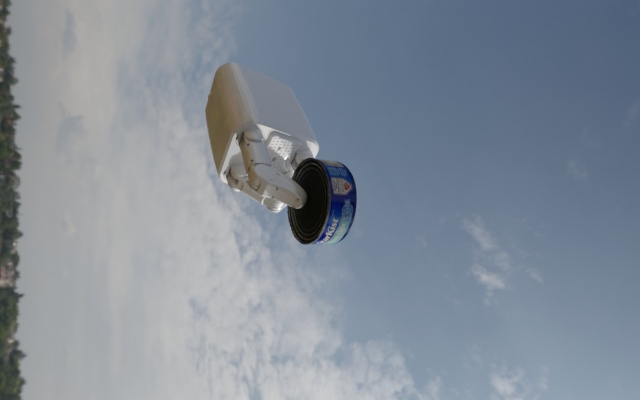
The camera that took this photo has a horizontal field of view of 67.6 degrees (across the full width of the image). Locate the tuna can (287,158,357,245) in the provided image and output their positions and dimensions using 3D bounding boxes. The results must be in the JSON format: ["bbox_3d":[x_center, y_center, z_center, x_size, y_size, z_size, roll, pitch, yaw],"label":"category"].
[{"bbox_3d":[0.001,0.002,0.477,0.034,0.086,0.086,4,-2,-30],"label":"tuna can"}]
